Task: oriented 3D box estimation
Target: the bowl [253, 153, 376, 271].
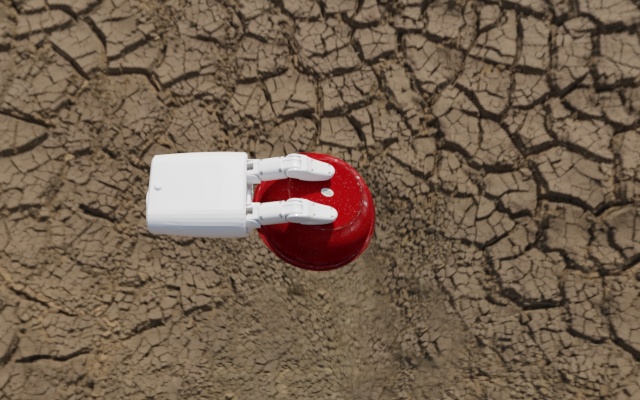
[{"bbox_3d":[0.001,0.002,0.585,0.162,0.162,0.055,0,-22,-16],"label":"bowl"}]
